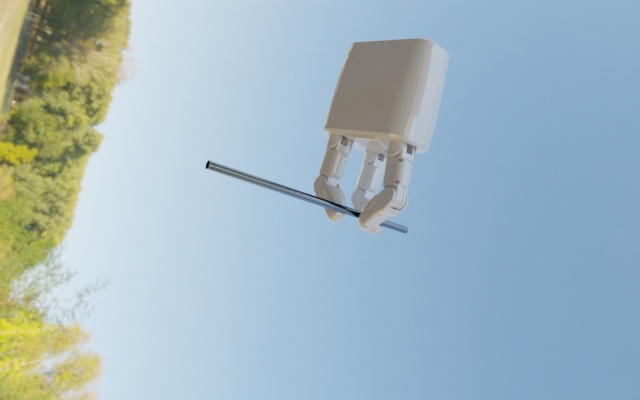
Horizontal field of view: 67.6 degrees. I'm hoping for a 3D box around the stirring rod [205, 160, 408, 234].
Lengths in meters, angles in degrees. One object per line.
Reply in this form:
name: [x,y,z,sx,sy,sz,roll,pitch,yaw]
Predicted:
stirring rod: [0.000,0.001,0.469,0.239,0.011,0.011,18,-10,-33]
